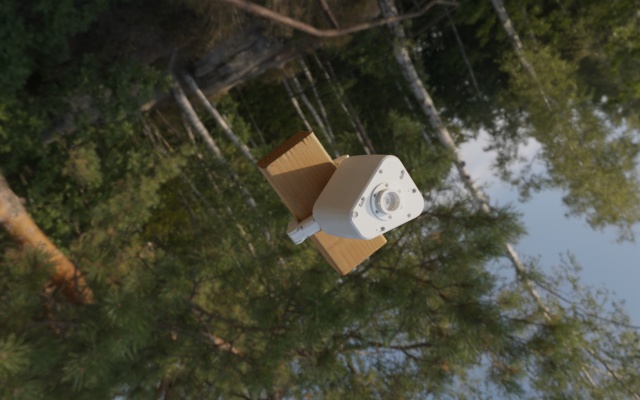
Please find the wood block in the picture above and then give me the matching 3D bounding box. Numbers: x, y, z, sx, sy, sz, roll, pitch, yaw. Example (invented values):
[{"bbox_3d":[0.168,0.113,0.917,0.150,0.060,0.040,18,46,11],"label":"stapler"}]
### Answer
[{"bbox_3d":[0.000,0.003,0.742,0.091,0.206,0.090,-37,17,-7],"label":"wood block"}]
